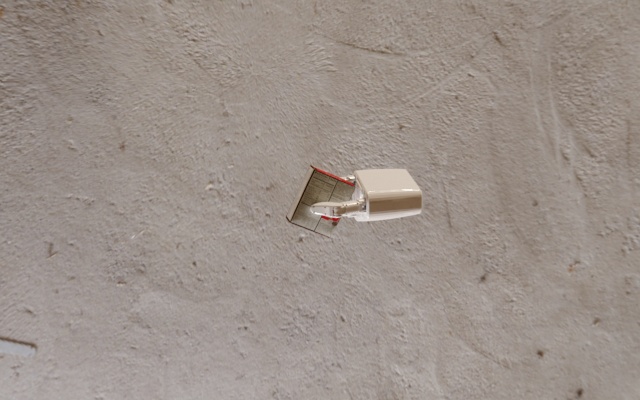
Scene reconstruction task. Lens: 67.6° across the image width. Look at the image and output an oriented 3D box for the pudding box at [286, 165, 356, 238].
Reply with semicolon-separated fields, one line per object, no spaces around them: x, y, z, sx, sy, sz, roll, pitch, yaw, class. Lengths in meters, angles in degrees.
0.000;0.003;0.881;0.090;0.113;0.039;23;8;-18;pudding box
